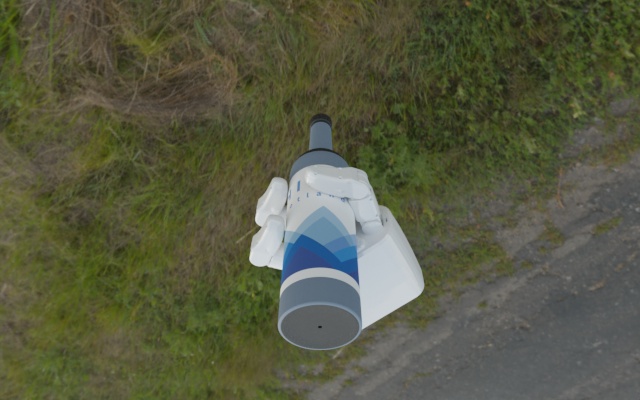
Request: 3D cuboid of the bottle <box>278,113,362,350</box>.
[{"bbox_3d":[0.000,0.002,0.483,0.069,0.069,0.295,0,42,0],"label":"bottle"}]
